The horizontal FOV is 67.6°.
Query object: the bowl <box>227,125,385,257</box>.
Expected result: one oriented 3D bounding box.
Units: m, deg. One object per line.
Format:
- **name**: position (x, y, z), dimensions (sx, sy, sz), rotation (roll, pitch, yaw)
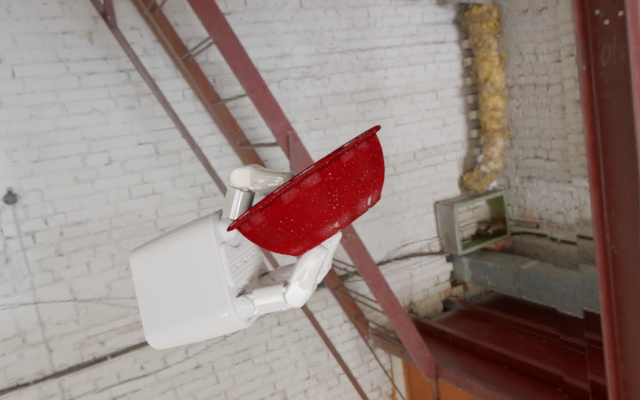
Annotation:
- **bowl**: position (0.001, 0.001, 0.419), dimensions (0.162, 0.055, 0.162), rotation (-35, 0, 0)
